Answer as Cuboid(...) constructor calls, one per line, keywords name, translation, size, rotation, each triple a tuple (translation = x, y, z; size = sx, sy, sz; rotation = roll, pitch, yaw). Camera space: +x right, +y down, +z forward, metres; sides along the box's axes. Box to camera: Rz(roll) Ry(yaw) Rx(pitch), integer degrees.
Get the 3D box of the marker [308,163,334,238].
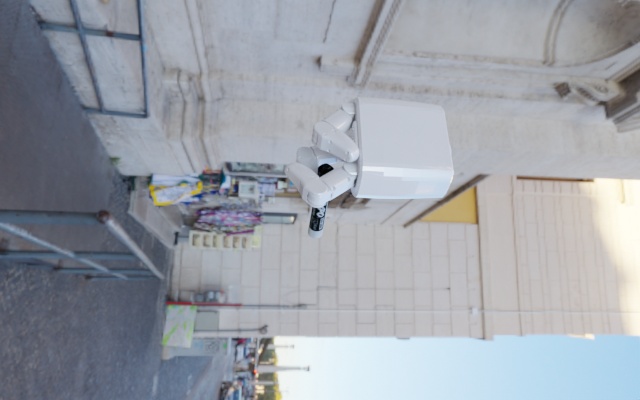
Cuboid(name="marker", translation=(0.000, 0.002, 0.564), size=(0.020, 0.020, 0.121), rotation=(0, -41, -9))
